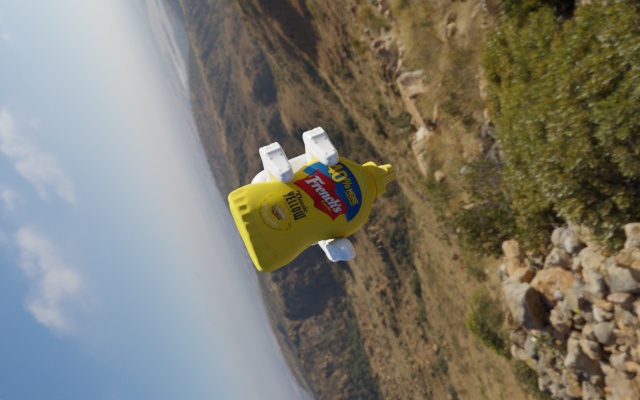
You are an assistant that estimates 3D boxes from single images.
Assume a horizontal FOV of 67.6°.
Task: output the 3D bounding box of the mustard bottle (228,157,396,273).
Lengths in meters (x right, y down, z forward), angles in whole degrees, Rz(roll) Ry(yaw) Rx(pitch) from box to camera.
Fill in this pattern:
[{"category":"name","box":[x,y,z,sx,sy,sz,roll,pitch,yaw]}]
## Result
[{"category":"mustard bottle","box":[0.000,0.002,0.546,0.191,0.096,0.058,-23,-19,-14]}]
